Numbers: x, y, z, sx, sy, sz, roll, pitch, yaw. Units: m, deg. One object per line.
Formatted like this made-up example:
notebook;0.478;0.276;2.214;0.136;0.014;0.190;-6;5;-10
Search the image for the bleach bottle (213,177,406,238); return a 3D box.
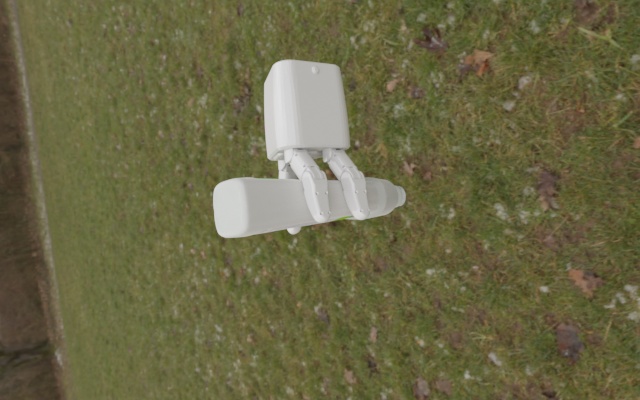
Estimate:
bleach bottle;0.000;0.002;0.610;0.251;0.068;0.102;-4;-3;-32
